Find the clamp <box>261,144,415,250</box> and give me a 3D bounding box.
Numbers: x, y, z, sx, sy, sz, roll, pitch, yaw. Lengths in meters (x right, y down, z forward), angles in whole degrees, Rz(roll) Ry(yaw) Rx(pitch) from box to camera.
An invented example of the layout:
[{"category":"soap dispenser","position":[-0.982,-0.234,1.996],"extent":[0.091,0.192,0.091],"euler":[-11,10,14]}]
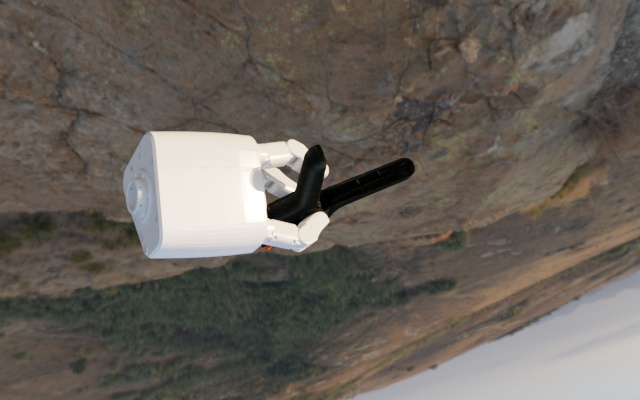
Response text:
[{"category":"clamp","position":[0.000,0.003,0.558],"extent":[0.164,0.036,0.210],"euler":[-1,-27,-40]}]
